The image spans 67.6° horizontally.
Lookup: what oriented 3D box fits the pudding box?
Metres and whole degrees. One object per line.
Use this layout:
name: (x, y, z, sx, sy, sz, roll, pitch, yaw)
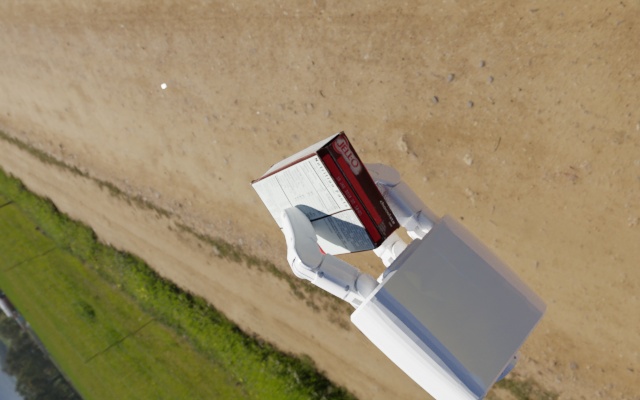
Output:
pudding box: (0.000, 0.001, 0.403, 0.039, 0.090, 0.113, -40, 13, -36)
